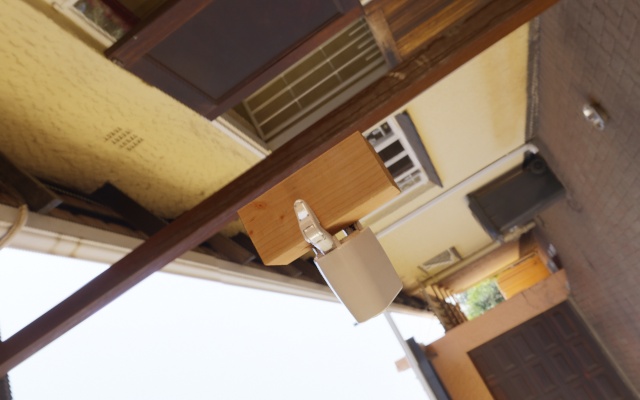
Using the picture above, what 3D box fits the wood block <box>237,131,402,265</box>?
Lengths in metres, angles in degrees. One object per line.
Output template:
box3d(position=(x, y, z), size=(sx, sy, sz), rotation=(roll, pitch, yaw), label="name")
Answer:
box3d(position=(0.000, 0.003, 0.683), size=(0.206, 0.090, 0.091), rotation=(-33, -15, 12), label="wood block")
